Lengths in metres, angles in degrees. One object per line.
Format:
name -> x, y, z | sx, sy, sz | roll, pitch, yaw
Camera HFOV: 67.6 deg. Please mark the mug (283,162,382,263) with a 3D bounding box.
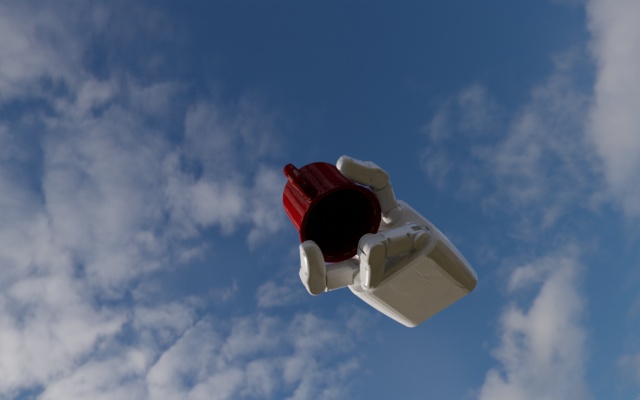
mug -> -0.001, 0.001, 0.519 | 0.117, 0.093, 0.081 | 41, 5, -35
